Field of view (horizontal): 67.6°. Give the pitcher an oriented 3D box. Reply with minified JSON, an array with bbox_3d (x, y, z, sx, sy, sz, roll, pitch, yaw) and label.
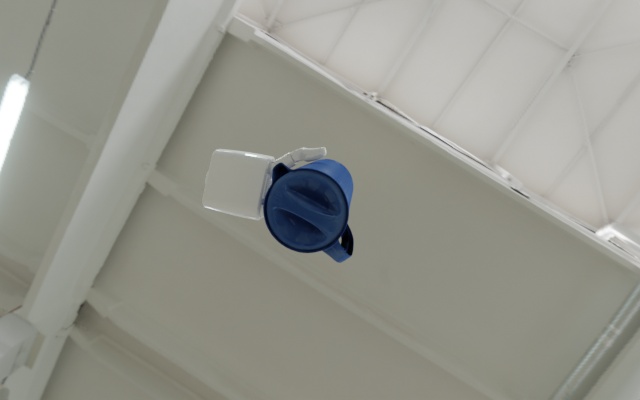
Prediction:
[{"bbox_3d":[0.000,0.003,0.835,0.145,0.149,0.242,10,13,7],"label":"pitcher"}]
